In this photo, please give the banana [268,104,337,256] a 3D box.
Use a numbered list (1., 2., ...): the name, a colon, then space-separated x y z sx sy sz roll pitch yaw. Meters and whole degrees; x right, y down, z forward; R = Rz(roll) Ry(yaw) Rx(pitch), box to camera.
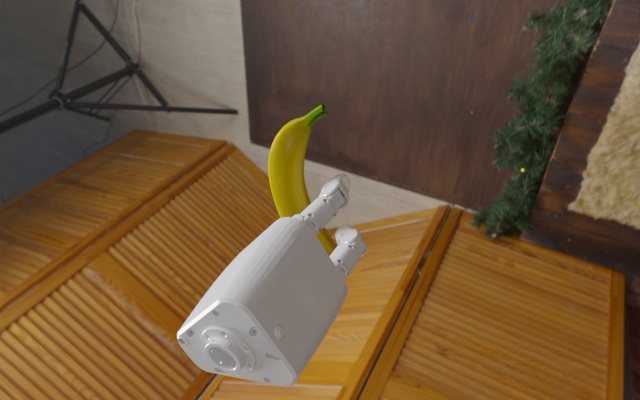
1. banana: -0.018 -0.002 0.510 0.069 0.198 0.037 4 31 20
